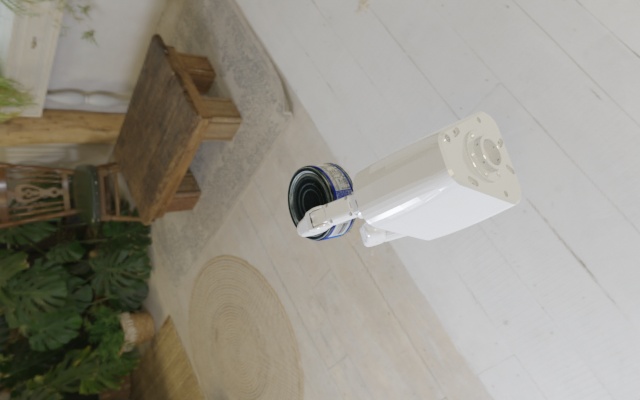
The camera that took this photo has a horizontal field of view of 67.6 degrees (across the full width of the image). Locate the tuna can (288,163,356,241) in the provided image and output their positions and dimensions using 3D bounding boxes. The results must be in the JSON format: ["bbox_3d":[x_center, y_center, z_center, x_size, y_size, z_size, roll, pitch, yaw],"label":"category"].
[{"bbox_3d":[0.000,0.002,0.536,0.034,0.086,0.086,-10,6,-39],"label":"tuna can"}]
